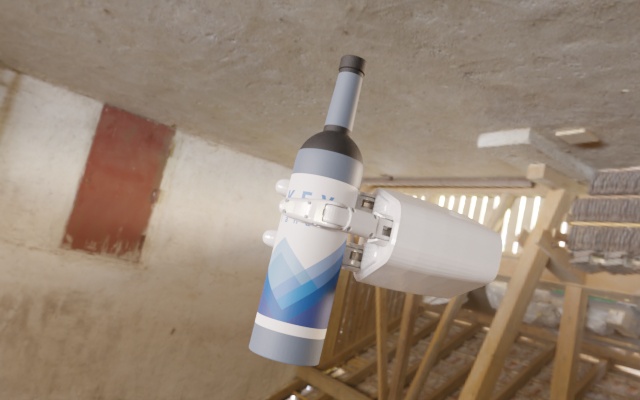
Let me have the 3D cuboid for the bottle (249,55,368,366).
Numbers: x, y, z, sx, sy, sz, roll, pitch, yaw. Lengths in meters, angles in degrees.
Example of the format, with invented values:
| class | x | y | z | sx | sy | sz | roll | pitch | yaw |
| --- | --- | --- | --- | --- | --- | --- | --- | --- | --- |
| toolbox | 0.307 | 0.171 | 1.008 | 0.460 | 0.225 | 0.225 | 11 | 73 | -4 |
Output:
| class | x | y | z | sx | sy | sz | roll | pitch | yaw |
| --- | --- | --- | --- | --- | --- | --- | --- | --- | --- |
| bottle | 0.000 | 0.002 | 0.460 | 0.069 | 0.295 | 0.069 | 13 | -8 | 2 |
